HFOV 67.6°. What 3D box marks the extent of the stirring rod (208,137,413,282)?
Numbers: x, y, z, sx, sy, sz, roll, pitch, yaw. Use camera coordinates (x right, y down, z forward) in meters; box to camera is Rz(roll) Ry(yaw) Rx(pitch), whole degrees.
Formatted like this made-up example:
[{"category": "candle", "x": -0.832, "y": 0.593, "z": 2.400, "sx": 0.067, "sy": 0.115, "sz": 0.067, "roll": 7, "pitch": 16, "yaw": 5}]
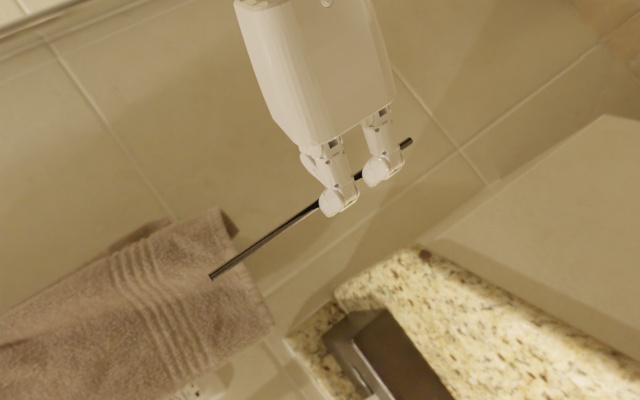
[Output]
[{"category": "stirring rod", "x": 0.000, "y": 0.001, "z": 0.444, "sx": 0.239, "sy": 0.011, "sz": 0.011, "roll": -34, "pitch": 14, "yaw": -22}]
